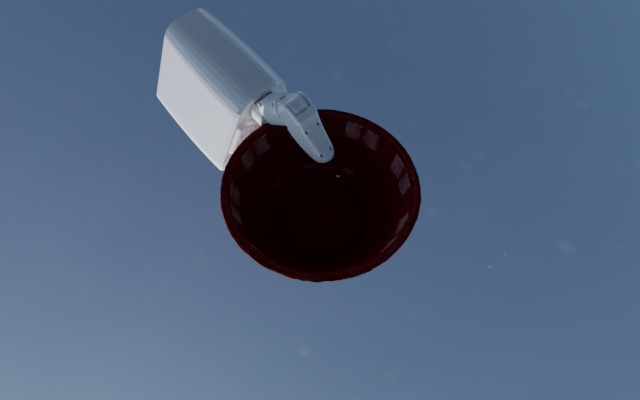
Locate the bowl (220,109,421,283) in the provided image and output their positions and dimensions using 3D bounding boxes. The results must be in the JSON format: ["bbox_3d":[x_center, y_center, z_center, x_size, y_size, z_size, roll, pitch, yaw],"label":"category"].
[{"bbox_3d":[0.001,0.003,0.406,0.162,0.162,0.055,0,-30,0],"label":"bowl"}]
